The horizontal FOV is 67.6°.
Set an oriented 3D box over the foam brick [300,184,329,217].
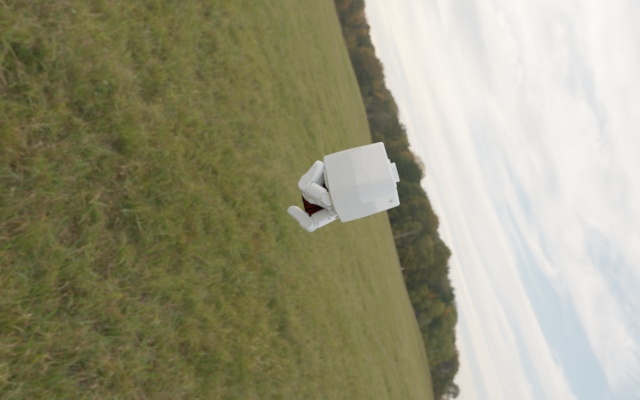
[{"bbox_3d":[0.000,0.003,0.868,0.051,0.053,0.078,-16,-23,7],"label":"foam brick"}]
